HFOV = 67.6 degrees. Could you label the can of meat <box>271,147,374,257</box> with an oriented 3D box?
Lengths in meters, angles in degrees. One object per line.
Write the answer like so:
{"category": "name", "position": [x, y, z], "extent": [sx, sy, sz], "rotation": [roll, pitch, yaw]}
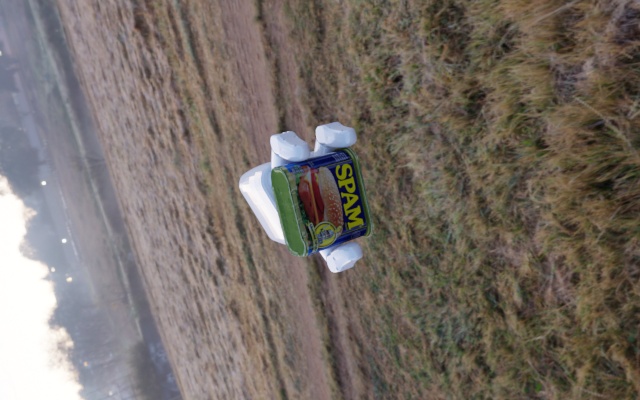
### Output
{"category": "can of meat", "position": [0.000, 0.002, 0.509], "extent": [0.084, 0.102, 0.057], "rotation": [-17, 9, -25]}
